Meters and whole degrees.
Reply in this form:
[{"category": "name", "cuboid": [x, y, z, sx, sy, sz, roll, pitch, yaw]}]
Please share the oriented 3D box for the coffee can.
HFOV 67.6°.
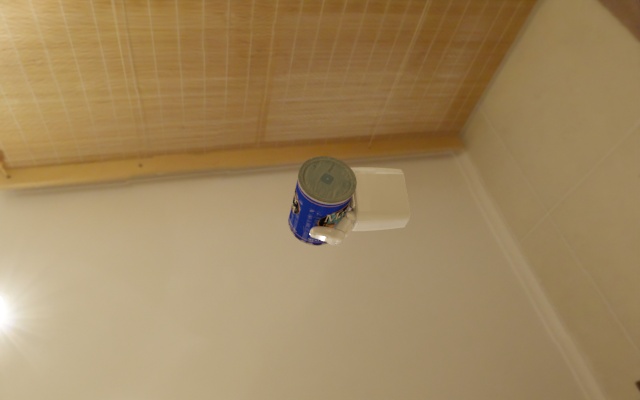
[{"category": "coffee can", "cuboid": [0.000, 0.003, 0.871, 0.103, 0.102, 0.140, 0, -36, -13]}]
